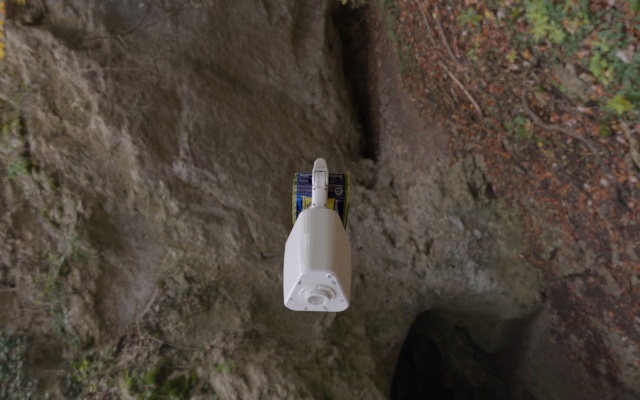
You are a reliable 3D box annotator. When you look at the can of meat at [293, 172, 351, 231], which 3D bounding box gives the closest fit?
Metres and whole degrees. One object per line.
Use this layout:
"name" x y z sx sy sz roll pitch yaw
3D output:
"can of meat" 0.000 0.002 0.738 0.084 0.057 0.102 2 -40 -1
